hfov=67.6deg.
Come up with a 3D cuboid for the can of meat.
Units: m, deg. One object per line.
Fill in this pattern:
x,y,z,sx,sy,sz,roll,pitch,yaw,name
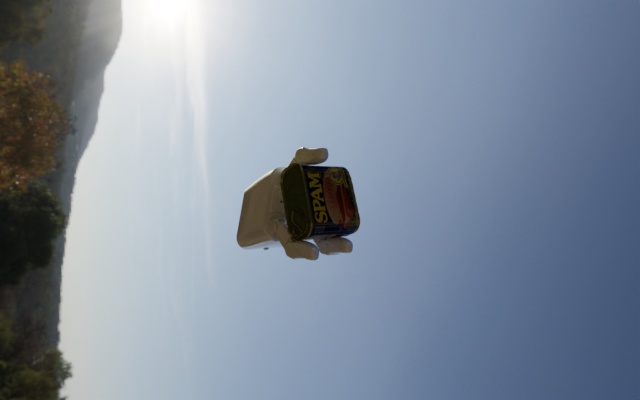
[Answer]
0.000,0.002,0.647,0.084,0.102,0.057,-1,-16,-35,can of meat
